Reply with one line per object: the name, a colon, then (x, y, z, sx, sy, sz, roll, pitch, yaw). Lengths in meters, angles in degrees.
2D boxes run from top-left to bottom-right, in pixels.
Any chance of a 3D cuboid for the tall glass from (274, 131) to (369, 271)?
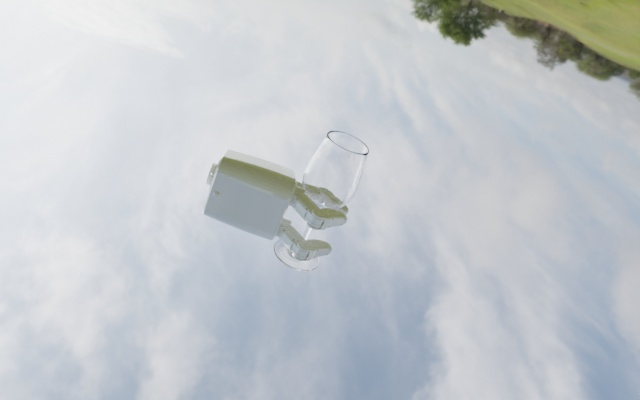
tall glass: (0.000, 0.003, 0.683, 0.079, 0.201, 0.079, 20, 28, -11)
